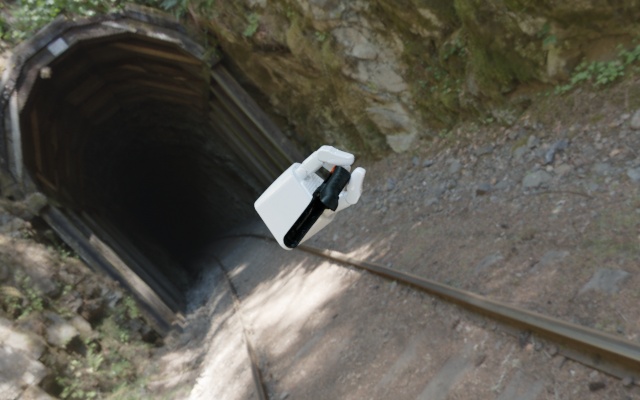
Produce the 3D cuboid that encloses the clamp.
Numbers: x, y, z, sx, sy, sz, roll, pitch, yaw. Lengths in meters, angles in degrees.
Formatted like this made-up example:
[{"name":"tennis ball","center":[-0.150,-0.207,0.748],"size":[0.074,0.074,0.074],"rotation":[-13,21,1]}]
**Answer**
[{"name":"clamp","center":[0.000,0.002,0.733],"size":[0.120,0.039,0.171],"rotation":[-39,9,29]}]
